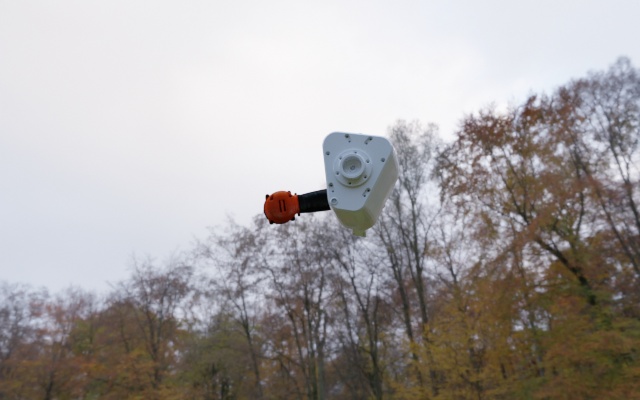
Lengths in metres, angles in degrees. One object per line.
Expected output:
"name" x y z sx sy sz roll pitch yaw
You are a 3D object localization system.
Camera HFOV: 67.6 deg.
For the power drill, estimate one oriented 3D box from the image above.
"power drill" 0.001 0.002 0.777 0.187 0.057 0.184 -11 0 -7
